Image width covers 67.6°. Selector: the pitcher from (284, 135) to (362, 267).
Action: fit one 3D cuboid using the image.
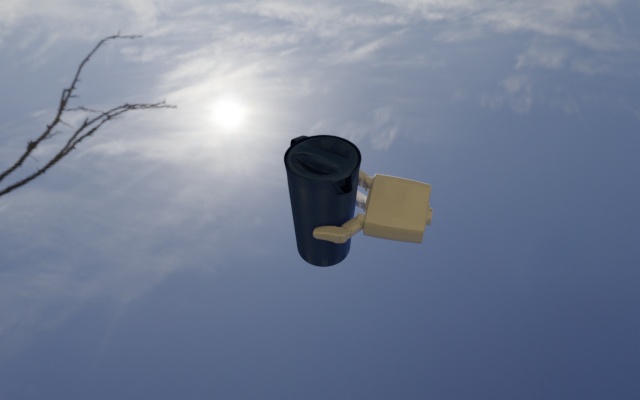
[{"bbox_3d":[0.000,0.003,0.898,0.145,0.243,0.149,9,43,10],"label":"pitcher"}]
